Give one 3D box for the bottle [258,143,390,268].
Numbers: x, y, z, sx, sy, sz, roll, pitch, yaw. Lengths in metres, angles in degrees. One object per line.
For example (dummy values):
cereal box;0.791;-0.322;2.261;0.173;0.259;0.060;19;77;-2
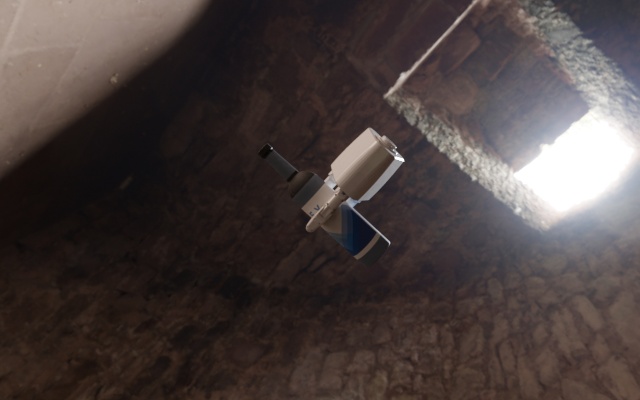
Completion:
bottle;0.000;0.003;0.895;0.296;0.069;0.069;43;-3;-3
